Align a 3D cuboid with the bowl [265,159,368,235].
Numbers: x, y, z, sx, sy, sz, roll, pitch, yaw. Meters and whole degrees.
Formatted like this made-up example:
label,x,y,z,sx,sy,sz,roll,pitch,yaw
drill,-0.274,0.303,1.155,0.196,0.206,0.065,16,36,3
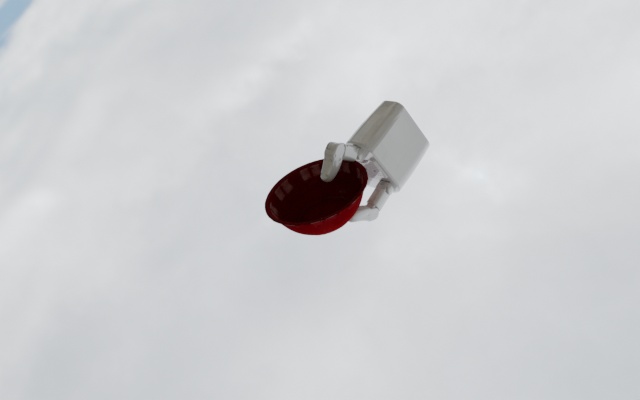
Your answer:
label,x,y,z,sx,sy,sz,roll,pitch,yaw
bowl,-0.001,0.003,0.723,0.162,0.055,0.162,-15,34,10
